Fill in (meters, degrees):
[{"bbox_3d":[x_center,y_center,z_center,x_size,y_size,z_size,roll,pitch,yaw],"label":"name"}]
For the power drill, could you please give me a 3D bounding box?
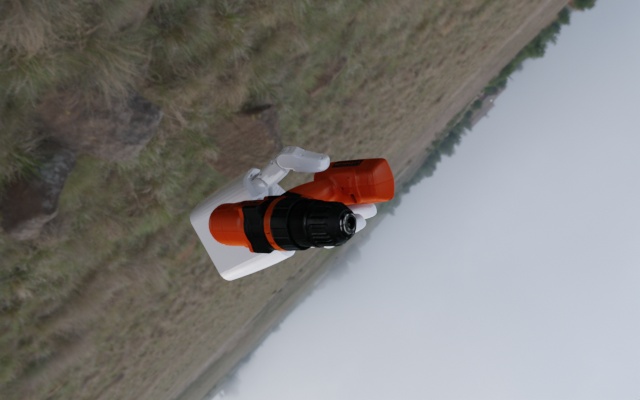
[{"bbox_3d":[0.000,0.002,0.511,0.184,0.057,0.187,-1,16,41],"label":"power drill"}]
